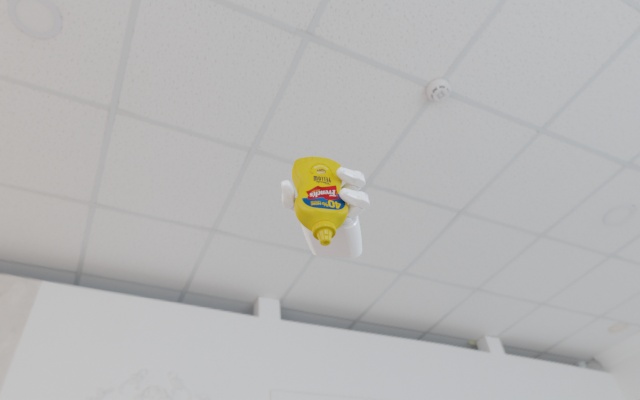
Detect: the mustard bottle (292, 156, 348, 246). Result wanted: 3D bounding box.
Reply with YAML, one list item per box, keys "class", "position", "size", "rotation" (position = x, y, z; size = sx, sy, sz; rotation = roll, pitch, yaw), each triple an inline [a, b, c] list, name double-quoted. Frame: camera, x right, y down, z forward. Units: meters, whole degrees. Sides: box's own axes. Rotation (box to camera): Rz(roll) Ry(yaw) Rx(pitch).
- class: "mustard bottle"
  position: [0.000, 0.002, 0.866]
  size: [0.096, 0.191, 0.058]
  rotation: [7, -45, -14]
